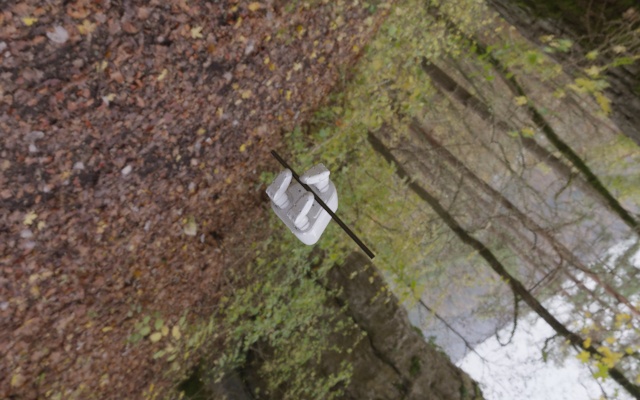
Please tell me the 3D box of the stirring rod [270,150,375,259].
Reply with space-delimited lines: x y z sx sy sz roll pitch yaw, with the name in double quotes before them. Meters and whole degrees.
"stirring rod" 0.000 0.002 0.752 0.239 0.011 0.011 46 17 17
